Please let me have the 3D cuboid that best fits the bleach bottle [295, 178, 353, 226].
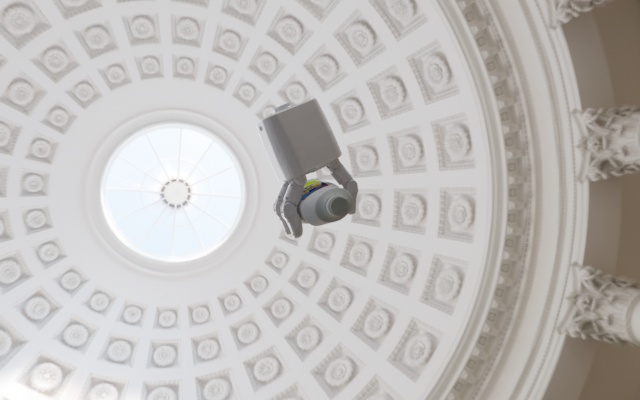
[{"bbox_3d":[0.000,0.003,0.811,0.102,0.068,0.251,-25,8,-15],"label":"bleach bottle"}]
